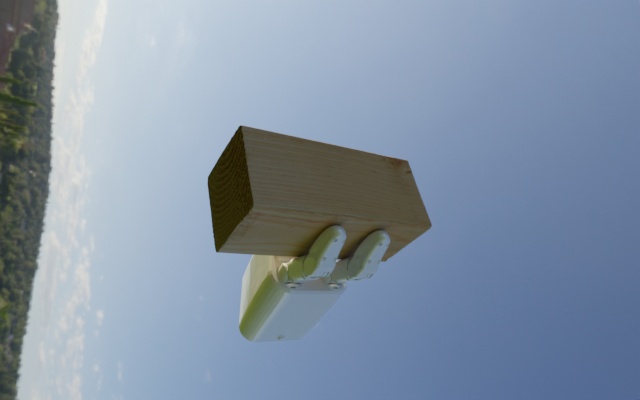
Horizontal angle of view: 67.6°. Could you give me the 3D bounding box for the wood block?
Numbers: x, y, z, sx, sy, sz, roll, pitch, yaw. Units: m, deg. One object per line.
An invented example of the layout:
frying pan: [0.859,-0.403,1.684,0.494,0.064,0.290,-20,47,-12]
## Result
wood block: [0.000,0.002,0.495,0.206,0.090,0.090,7,-37,-33]
